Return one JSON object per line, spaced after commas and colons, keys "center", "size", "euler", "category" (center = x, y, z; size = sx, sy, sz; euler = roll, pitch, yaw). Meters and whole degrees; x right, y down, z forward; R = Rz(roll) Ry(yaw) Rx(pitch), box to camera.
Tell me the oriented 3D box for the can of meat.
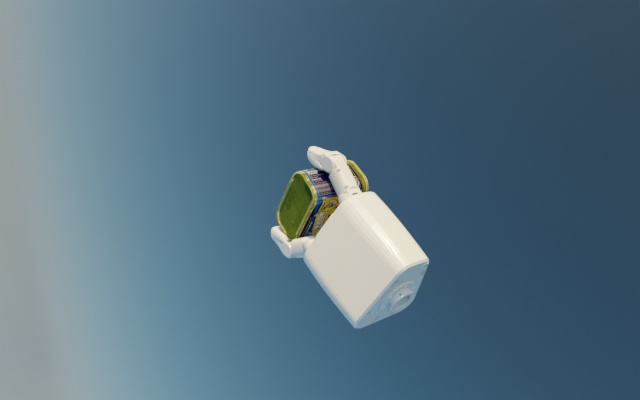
{"center": [0.000, 0.002, 0.611], "size": [0.084, 0.057, 0.102], "euler": [-12, -35, -35], "category": "can of meat"}
